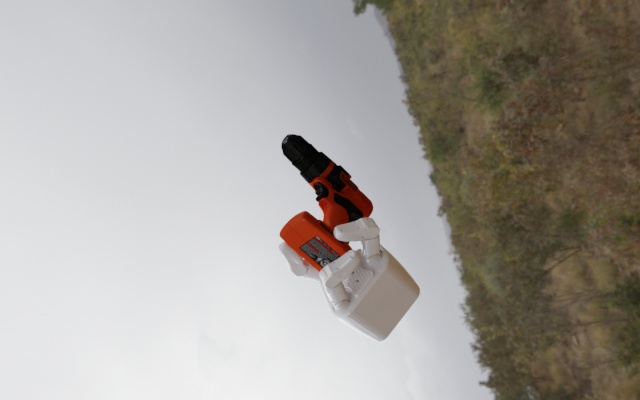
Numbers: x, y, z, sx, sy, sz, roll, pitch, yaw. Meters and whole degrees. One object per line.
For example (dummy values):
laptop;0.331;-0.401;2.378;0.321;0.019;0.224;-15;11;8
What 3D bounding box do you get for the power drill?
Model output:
power drill;0.000;0.003;0.691;0.057;0.184;0.187;-38;19;32
